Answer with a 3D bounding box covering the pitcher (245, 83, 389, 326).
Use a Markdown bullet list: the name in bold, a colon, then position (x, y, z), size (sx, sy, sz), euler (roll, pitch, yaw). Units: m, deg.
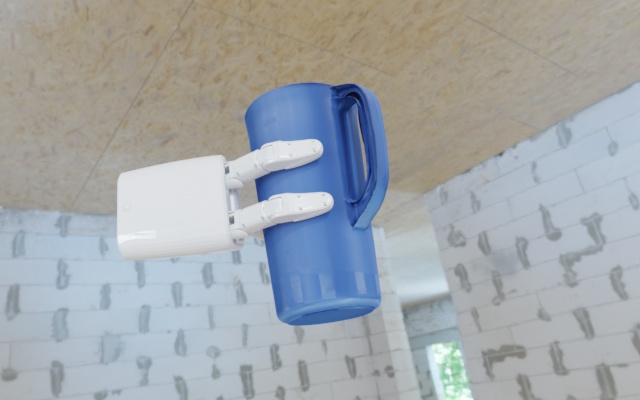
- **pitcher**: position (0.000, 0.002, 0.515), size (0.145, 0.242, 0.149), euler (-8, -21, -2)
